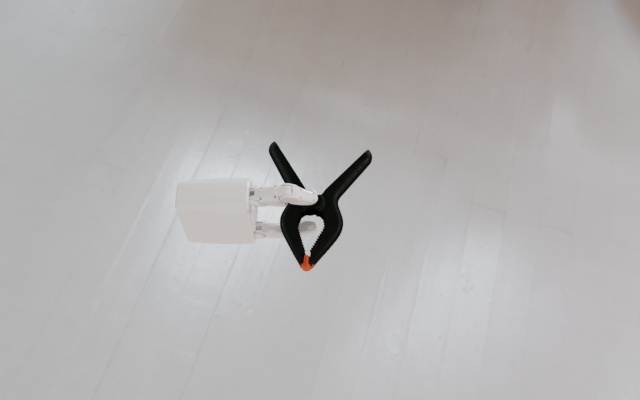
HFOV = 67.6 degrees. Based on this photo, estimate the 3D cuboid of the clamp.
[{"bbox_3d":[0.000,0.003,0.727,0.164,0.210,0.036,-1,-23,2],"label":"clamp"}]
